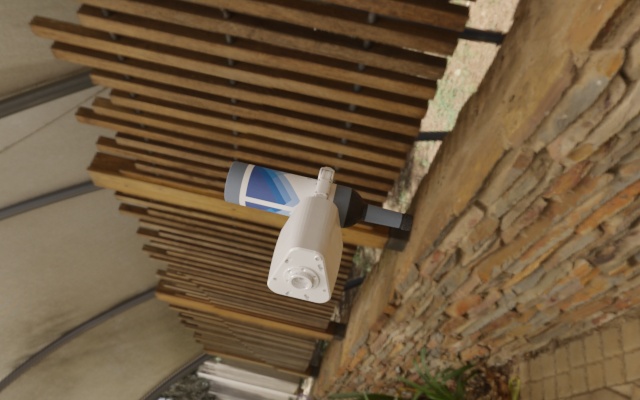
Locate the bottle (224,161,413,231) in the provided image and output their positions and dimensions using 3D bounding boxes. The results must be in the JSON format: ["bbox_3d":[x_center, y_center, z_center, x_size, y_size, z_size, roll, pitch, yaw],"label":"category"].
[{"bbox_3d":[0.000,0.002,0.759,0.296,0.069,0.069,13,0,1],"label":"bottle"}]
